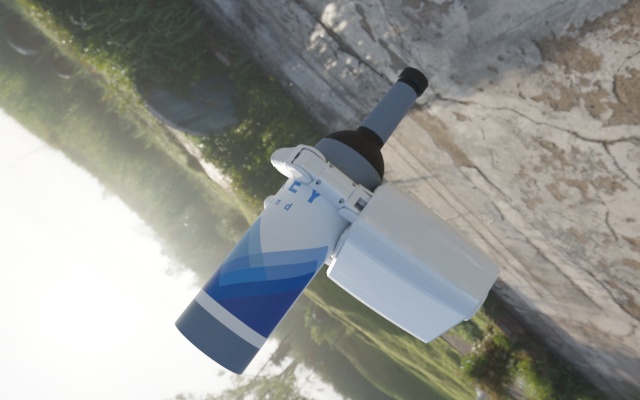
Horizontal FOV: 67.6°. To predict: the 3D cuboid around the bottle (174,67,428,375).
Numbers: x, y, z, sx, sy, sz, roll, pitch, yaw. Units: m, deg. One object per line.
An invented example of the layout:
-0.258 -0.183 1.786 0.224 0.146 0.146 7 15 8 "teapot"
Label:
0.000 0.001 0.403 0.069 0.295 0.069 35 -13 10 "bottle"
